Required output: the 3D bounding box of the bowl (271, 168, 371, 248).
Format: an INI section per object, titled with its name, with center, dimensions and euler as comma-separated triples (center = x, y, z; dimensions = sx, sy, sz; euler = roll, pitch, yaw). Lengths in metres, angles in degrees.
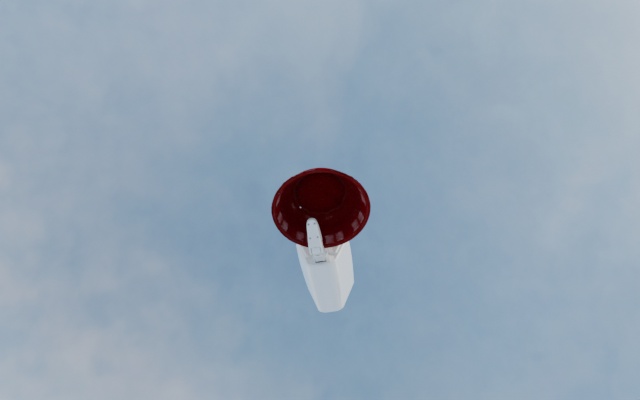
[bowl]
center = 0.000, 0.001, 0.795
dimensions = 0.162, 0.162, 0.055
euler = 0, 36, -2
